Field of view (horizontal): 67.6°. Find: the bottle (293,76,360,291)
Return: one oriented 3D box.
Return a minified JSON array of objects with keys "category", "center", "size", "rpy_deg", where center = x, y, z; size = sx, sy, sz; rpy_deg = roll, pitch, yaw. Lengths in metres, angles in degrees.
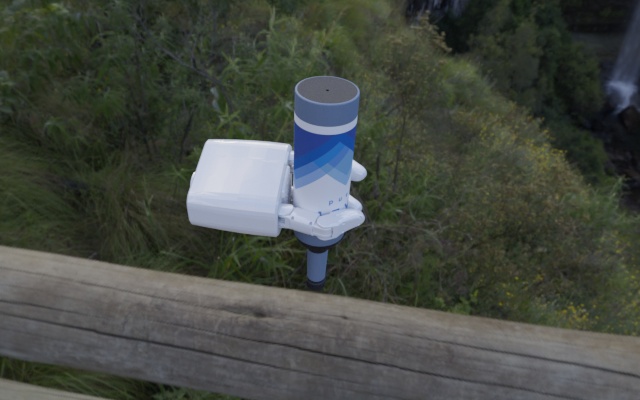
[{"category":"bottle","center":[0.000,0.002,0.577],"size":[0.069,0.296,0.069],"rpy_deg":[2,39,-2]}]
